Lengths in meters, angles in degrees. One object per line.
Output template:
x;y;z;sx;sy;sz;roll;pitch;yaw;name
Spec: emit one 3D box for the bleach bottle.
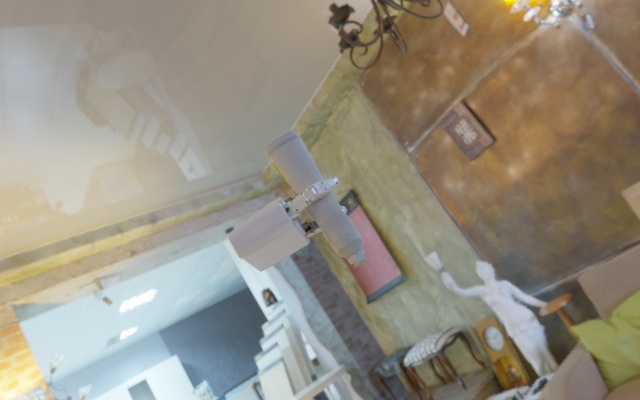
0.000;0.003;0.826;0.068;0.250;0.102;-34;-14;2;bleach bottle
